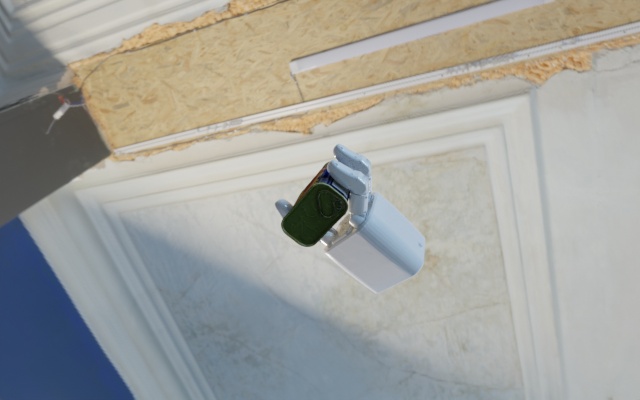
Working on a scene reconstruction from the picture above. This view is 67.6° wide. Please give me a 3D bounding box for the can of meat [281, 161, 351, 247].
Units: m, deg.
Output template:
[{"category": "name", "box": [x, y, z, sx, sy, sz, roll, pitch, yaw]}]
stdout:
[{"category": "can of meat", "box": [0.000, 0.002, 0.665, 0.057, 0.102, 0.084, 38, 30, -7]}]
